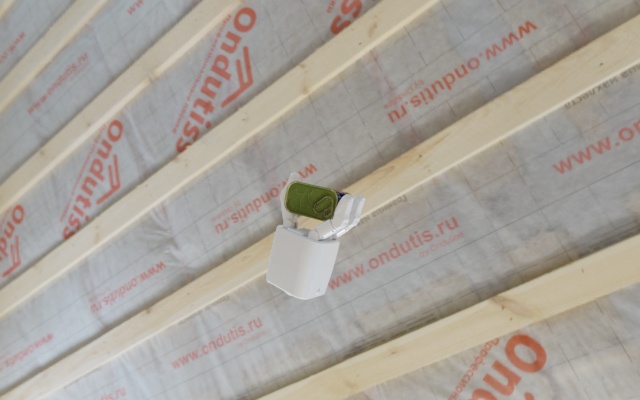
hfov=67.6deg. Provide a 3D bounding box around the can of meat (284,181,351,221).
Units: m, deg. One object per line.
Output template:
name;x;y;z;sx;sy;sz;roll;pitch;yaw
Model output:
can of meat;0.000;0.003;0.863;0.102;0.057;0.084;13;3;27
